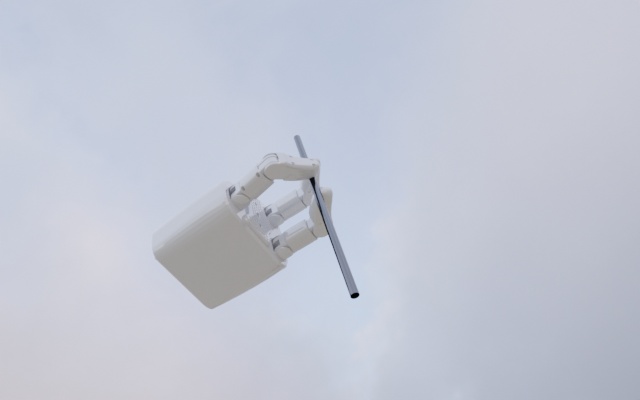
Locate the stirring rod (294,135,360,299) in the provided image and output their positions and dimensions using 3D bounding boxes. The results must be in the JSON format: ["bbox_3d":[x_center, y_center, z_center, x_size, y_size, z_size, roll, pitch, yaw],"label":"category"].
[{"bbox_3d":[0.000,0.002,0.477,0.011,0.011,0.239,0,39,-18],"label":"stirring rod"}]
